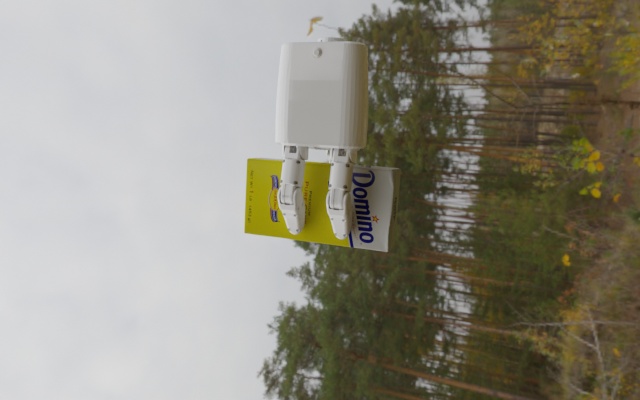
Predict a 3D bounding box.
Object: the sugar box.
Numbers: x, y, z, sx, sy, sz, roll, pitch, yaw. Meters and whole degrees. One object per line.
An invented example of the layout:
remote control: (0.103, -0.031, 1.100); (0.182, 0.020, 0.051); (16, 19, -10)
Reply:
sugar box: (0.000, 0.002, 0.555); (0.176, 0.093, 0.048); (5, 8, 20)
